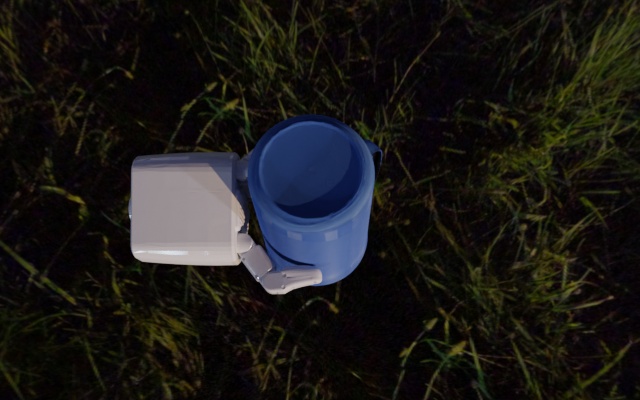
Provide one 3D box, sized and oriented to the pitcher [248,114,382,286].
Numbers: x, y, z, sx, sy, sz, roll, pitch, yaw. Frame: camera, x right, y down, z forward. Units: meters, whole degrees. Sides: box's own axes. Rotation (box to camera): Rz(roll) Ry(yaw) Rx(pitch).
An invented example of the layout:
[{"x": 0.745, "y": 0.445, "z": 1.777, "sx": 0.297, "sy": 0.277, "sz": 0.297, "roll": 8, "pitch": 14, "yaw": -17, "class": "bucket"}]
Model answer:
[{"x": 0.000, "y": 0.002, "z": 0.510, "sx": 0.145, "sy": 0.149, "sz": 0.243, "roll": 0, "pitch": -17, "yaw": 0, "class": "pitcher"}]
